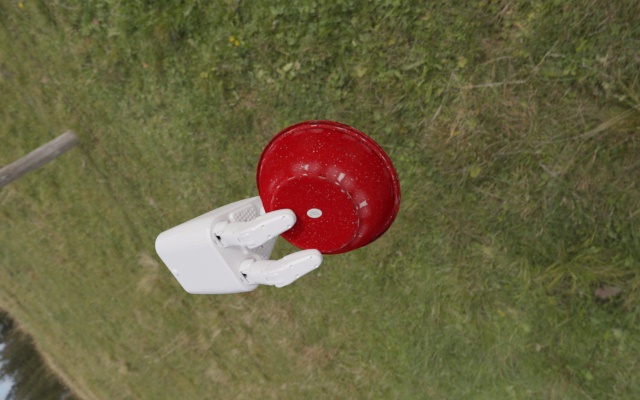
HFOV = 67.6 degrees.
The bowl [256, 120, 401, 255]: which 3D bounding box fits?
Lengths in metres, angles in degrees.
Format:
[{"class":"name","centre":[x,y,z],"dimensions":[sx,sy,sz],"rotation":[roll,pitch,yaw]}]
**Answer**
[{"class":"bowl","centre":[0.001,0.001,0.497],"dimensions":[0.162,0.162,0.055],"rotation":[0,30,17]}]
